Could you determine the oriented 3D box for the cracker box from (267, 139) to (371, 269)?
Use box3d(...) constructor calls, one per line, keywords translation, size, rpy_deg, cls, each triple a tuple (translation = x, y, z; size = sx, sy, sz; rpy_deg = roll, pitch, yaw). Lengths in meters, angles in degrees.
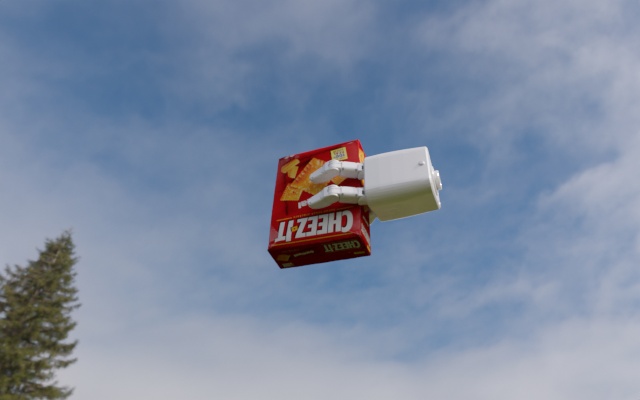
box3d(translation=(0.000, 0.003, 0.845), size=(0.164, 0.213, 0.072), rpy_deg=(-11, -41, 17), cls="cracker box")
